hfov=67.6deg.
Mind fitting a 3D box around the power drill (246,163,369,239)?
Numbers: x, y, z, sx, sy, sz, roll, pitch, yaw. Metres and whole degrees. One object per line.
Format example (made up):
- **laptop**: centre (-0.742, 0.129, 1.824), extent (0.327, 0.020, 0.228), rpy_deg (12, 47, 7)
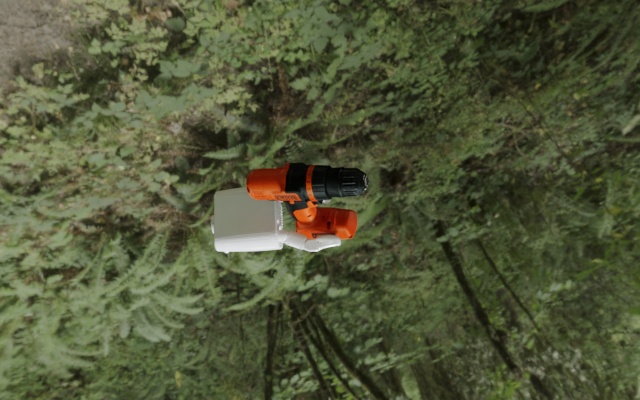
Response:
- **power drill**: centre (0.000, 0.003, 0.748), extent (0.184, 0.057, 0.188), rpy_deg (1, -26, 20)
